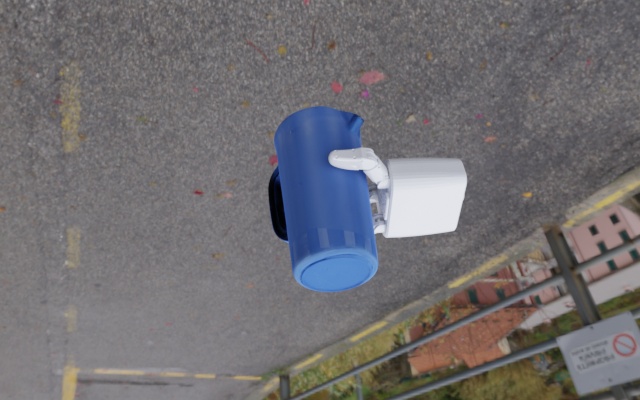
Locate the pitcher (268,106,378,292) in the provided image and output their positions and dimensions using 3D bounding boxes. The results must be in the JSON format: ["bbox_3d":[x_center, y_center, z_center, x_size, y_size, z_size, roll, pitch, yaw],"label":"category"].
[{"bbox_3d":[0.000,0.002,0.667,0.145,0.242,0.149,-3,-37,-6],"label":"pitcher"}]
